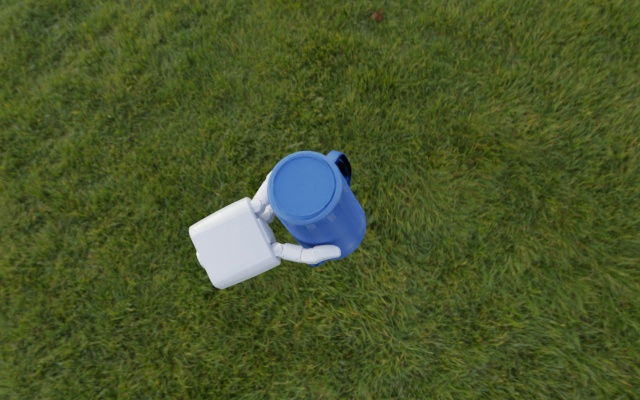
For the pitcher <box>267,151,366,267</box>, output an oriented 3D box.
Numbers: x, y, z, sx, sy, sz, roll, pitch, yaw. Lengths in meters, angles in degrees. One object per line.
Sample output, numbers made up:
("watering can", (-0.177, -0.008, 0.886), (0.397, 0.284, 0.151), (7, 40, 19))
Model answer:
("pitcher", (0.000, 0.003, 0.765), (0.145, 0.149, 0.243), (-25, -19, 2))
